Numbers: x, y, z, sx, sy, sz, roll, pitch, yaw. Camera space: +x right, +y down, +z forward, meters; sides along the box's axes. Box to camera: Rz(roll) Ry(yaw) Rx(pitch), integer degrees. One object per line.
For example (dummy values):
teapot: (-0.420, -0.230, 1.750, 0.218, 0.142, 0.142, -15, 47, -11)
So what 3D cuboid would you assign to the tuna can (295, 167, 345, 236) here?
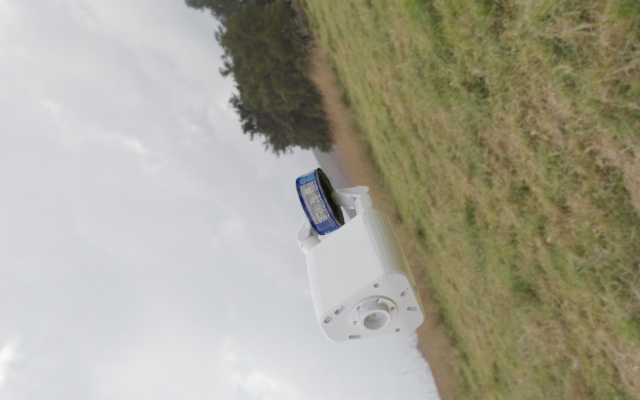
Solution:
tuna can: (0.000, 0.002, 0.627, 0.034, 0.086, 0.086, -23, -5, 11)
